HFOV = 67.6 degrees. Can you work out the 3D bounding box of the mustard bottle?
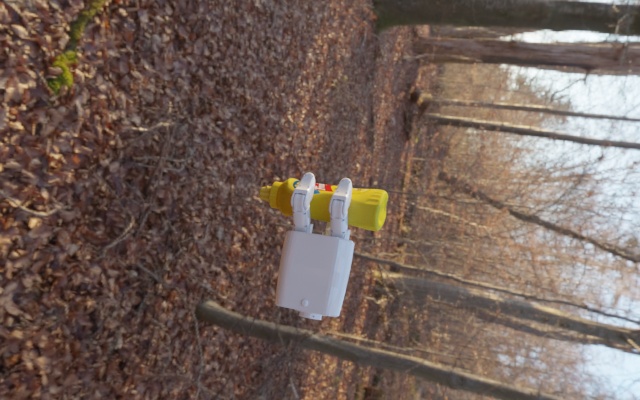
[{"bbox_3d":[0.000,0.002,0.715,0.191,0.058,0.096,8,13,14],"label":"mustard bottle"}]
